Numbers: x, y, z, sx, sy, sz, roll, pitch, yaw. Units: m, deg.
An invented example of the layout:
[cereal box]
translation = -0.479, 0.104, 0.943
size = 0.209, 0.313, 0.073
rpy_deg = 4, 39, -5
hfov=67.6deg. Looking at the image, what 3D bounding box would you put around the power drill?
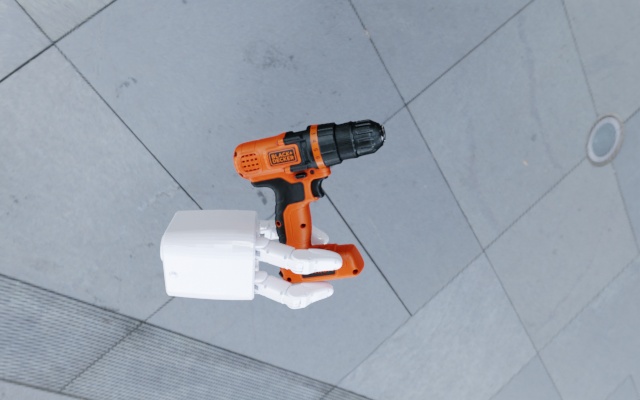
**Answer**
[power drill]
translation = 0.000, 0.002, 0.583
size = 0.184, 0.188, 0.057
rpy_deg = -9, 13, 14
